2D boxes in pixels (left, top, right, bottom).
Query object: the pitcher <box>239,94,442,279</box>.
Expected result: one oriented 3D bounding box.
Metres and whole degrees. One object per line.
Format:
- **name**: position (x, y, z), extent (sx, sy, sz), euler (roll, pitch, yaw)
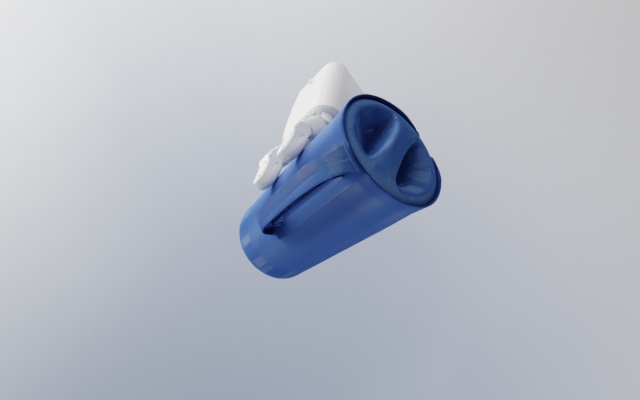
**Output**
- **pitcher**: position (0.000, 0.002, 0.545), extent (0.149, 0.145, 0.243), euler (31, -45, -23)
